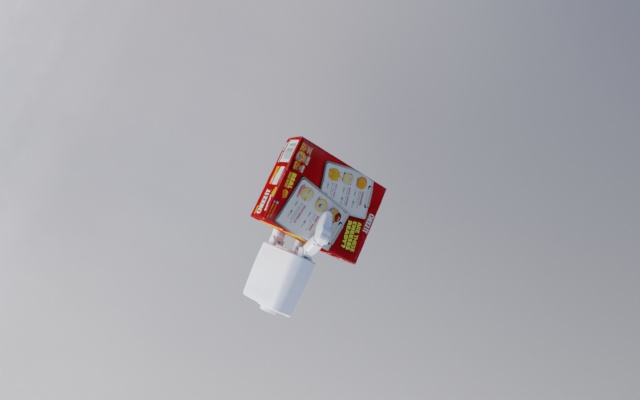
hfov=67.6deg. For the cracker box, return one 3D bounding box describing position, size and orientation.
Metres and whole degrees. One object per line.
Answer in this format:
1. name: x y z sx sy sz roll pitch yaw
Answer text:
1. cracker box: 0.000 0.003 0.895 0.214 0.164 0.072 29 -10 -29
